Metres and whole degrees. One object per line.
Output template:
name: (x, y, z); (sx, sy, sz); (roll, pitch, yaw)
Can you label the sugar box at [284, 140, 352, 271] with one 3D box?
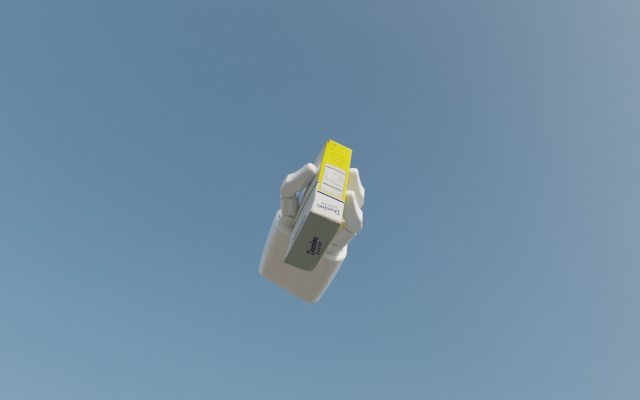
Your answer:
sugar box: (0.001, 0.002, 0.636); (0.048, 0.093, 0.176); (21, 36, -10)
